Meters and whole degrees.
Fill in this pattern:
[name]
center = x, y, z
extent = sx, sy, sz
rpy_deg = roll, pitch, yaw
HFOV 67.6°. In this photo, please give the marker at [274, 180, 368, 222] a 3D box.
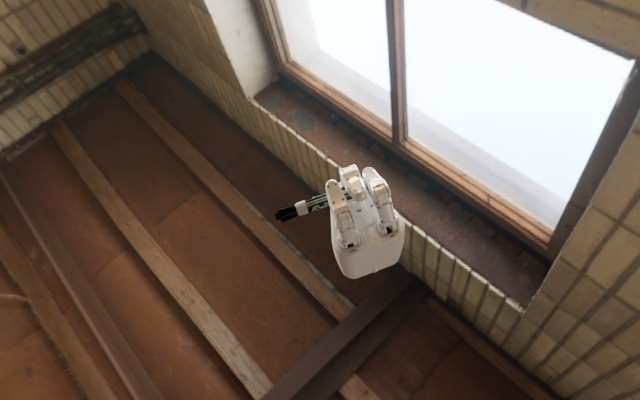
[marker]
center = 0.000, 0.002, 0.607
extent = 0.121, 0.020, 0.020
rpy_deg = -19, 1, -3
